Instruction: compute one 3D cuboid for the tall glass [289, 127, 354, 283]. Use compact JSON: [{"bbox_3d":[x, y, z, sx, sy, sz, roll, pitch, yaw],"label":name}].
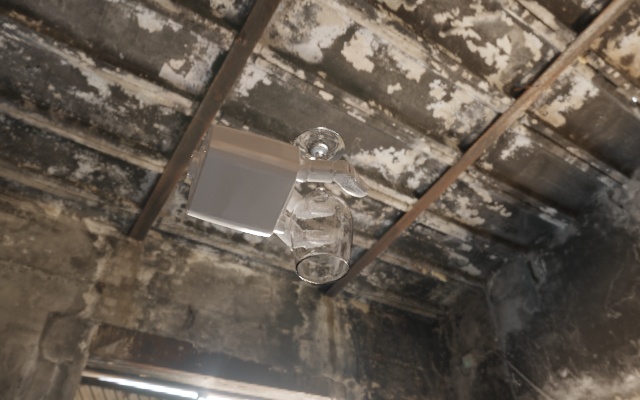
[{"bbox_3d":[0.000,0.001,0.603,0.079,0.200,0.079,-1,-40,-1],"label":"tall glass"}]
